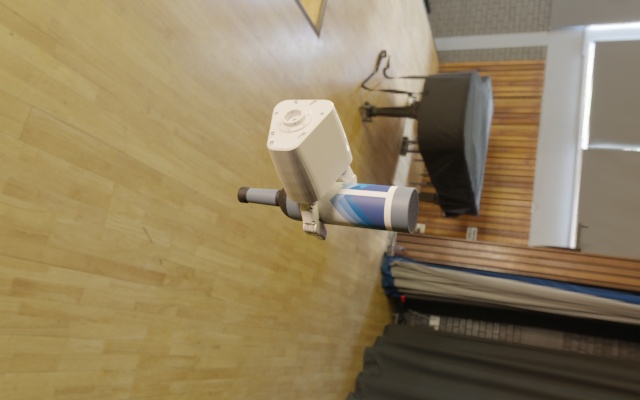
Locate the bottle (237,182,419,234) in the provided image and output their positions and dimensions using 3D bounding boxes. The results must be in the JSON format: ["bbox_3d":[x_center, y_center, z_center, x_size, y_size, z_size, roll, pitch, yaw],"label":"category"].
[{"bbox_3d":[0.000,0.003,0.747,0.295,0.069,0.069,5,2,24],"label":"bottle"}]
